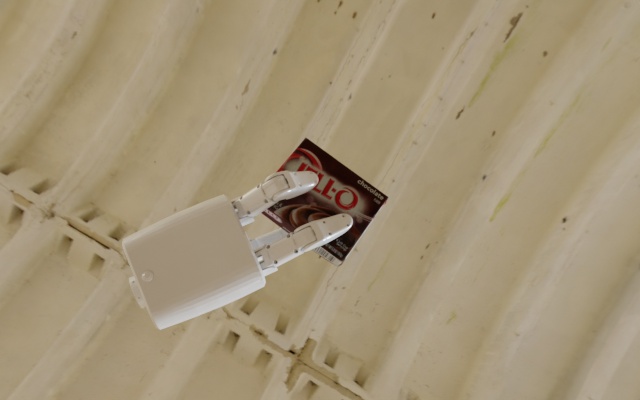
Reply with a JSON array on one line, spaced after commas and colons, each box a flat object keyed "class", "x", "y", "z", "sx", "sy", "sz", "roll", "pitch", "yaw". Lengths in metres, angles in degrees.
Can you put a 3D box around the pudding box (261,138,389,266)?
[{"class": "pudding box", "x": 0.000, "y": 0.002, "z": 0.505, "sx": 0.113, "sy": 0.090, "sz": 0.039, "roll": 37, "pitch": -21, "yaw": 2}]
